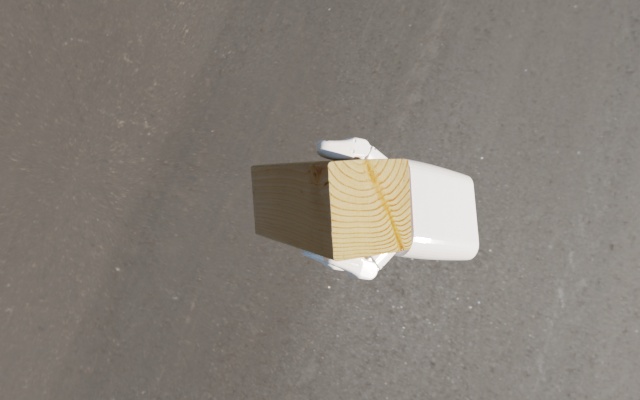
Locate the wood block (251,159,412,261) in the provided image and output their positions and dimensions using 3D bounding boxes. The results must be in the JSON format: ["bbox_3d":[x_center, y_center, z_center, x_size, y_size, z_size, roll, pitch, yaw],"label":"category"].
[{"bbox_3d":[0.000,0.001,0.528,0.090,0.091,0.206,-5,5,-27],"label":"wood block"}]
